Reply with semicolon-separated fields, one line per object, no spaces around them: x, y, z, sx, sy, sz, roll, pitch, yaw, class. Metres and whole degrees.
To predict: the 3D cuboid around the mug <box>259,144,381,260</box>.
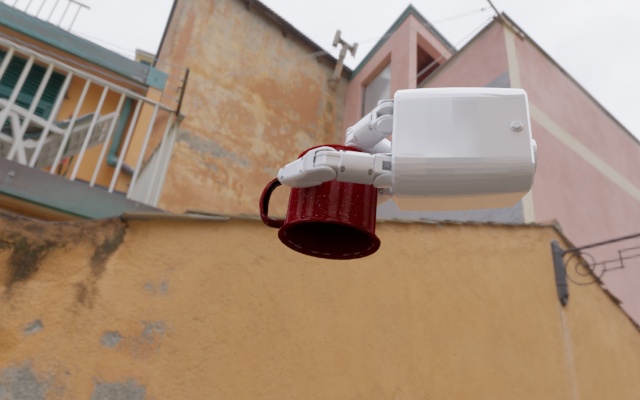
-0.001;0.001;0.450;0.117;0.081;0.093;1;-27;13;mug
